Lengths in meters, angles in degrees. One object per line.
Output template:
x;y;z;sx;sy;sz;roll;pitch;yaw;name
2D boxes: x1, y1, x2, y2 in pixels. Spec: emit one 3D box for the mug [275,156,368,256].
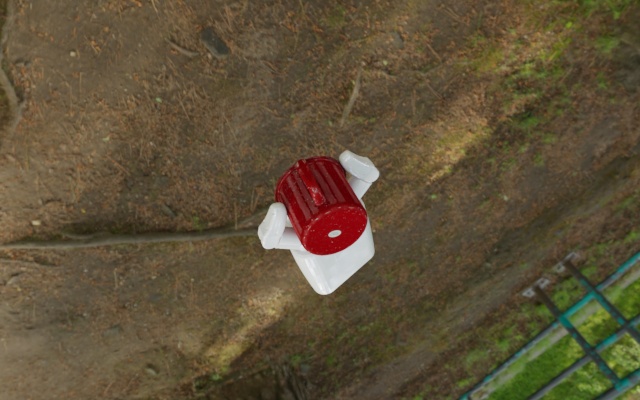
0.000;0.001;0.544;0.093;0.081;0.117;-26;-41;-4;mug
